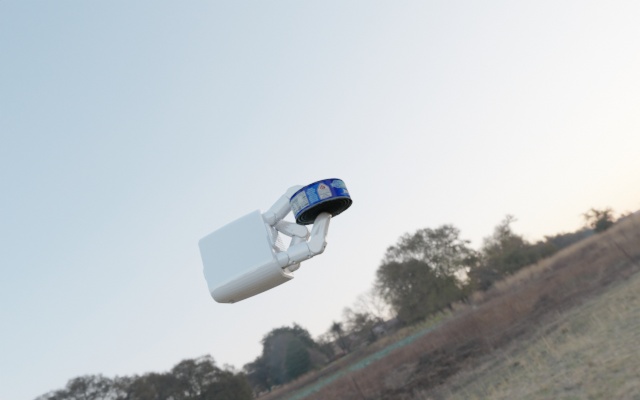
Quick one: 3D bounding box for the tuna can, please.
[{"bbox_3d":[0.000,0.002,0.675,0.086,0.033,0.086,-19,-19,-7],"label":"tuna can"}]
